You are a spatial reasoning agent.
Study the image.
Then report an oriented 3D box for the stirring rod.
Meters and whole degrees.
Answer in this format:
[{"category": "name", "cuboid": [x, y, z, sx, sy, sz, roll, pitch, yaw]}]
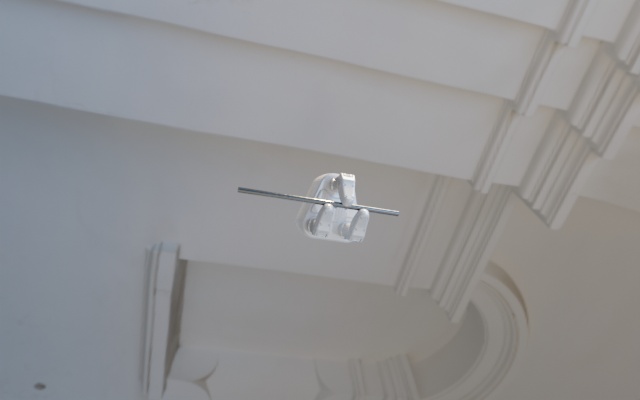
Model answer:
[{"category": "stirring rod", "cuboid": [0.000, 0.002, 0.697, 0.239, 0.011, 0.011, 9, -2, -11]}]
